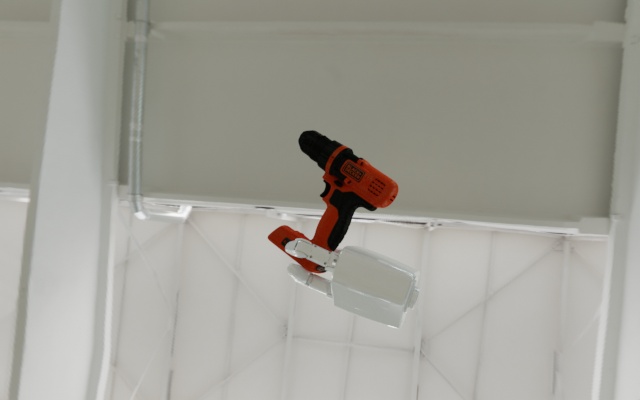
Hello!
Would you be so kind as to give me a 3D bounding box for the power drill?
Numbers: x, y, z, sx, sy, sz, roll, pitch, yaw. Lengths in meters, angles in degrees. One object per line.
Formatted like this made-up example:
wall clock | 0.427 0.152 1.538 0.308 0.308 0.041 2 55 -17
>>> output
power drill | 0.000 0.003 0.736 0.184 0.187 0.057 36 7 24
